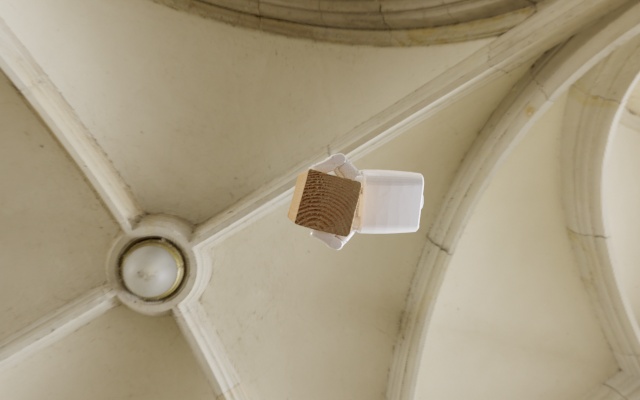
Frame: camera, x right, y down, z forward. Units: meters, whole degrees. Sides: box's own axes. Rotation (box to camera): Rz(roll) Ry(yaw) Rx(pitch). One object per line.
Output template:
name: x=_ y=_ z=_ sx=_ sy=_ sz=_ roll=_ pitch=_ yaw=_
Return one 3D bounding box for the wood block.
wood block: x=0.000 y=0.003 z=0.835 sx=0.090 sy=0.091 sz=0.206 roll=14 pitch=-1 yaw=-7
